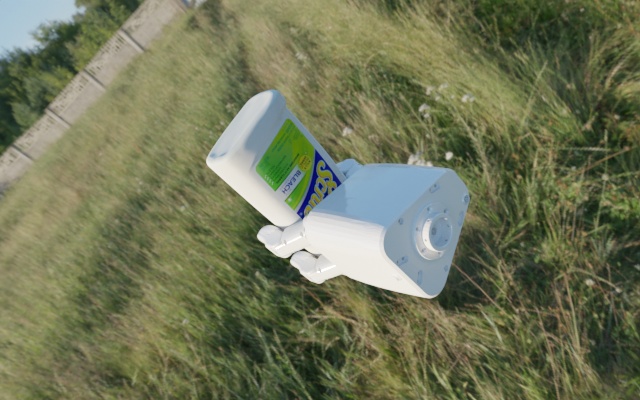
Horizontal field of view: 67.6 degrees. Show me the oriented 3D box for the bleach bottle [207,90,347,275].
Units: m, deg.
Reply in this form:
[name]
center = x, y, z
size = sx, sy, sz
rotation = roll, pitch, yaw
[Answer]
[bleach bottle]
center = 0.000, 0.002, 0.528
size = 0.251, 0.102, 0.068
rotation = 43, -20, -29
